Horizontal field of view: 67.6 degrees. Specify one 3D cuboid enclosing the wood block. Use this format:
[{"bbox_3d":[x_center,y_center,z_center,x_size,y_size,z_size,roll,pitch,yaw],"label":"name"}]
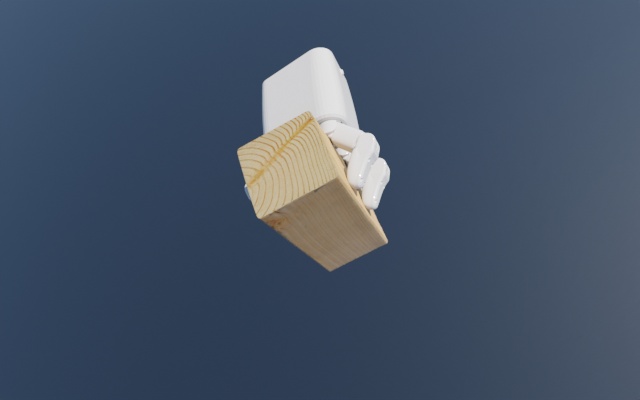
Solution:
[{"bbox_3d":[0.000,0.002,0.558,0.091,0.090,0.206,-27,-30,9],"label":"wood block"}]
